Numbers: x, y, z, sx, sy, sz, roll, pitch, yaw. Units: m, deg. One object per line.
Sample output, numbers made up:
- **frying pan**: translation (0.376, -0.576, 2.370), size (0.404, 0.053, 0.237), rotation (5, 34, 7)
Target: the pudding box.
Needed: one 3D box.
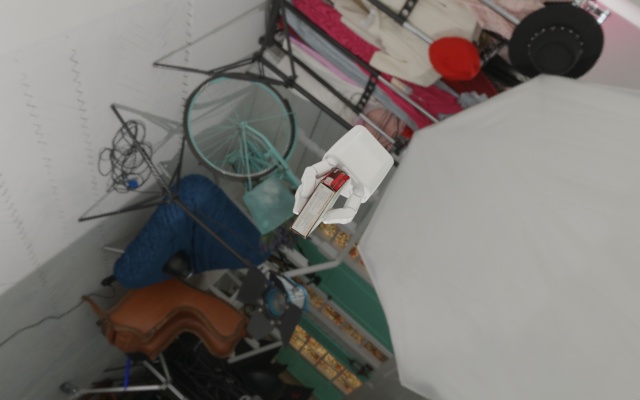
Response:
- **pudding box**: translation (0.000, 0.003, 0.848), size (0.039, 0.113, 0.090), rotation (35, 27, 6)
